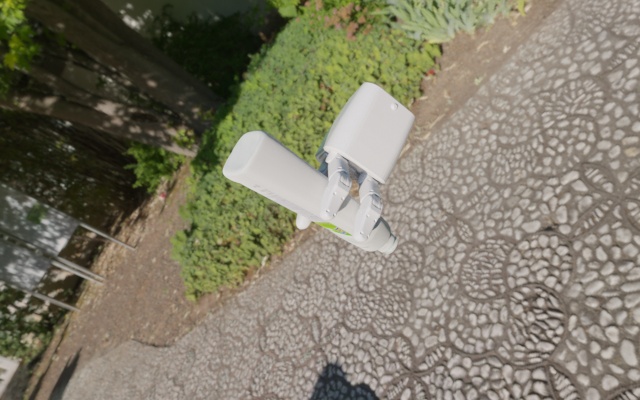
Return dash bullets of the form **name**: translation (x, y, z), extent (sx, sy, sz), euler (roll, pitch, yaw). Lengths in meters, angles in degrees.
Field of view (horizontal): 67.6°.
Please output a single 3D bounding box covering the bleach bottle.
- **bleach bottle**: translation (0.000, 0.002, 0.634), extent (0.251, 0.068, 0.102), euler (32, -9, -25)
